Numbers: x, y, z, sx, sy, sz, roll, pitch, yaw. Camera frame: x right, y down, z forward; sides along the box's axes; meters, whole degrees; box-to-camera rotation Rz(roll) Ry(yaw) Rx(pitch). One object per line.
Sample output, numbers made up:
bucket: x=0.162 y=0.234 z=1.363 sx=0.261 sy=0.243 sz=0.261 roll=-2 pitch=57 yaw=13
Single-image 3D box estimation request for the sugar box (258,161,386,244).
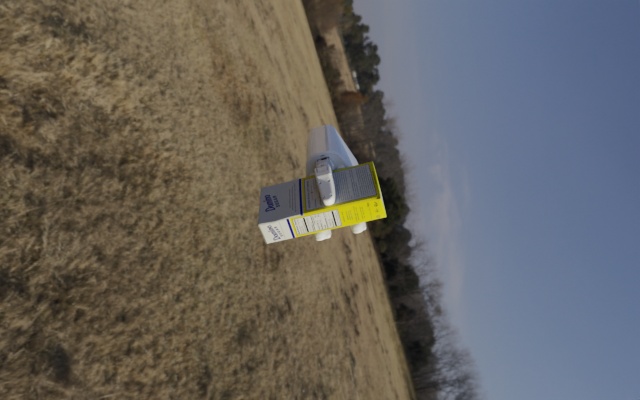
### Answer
sugar box: x=0.000 y=0.003 z=0.696 sx=0.176 sy=0.048 sz=0.093 roll=-15 pitch=36 yaw=7
